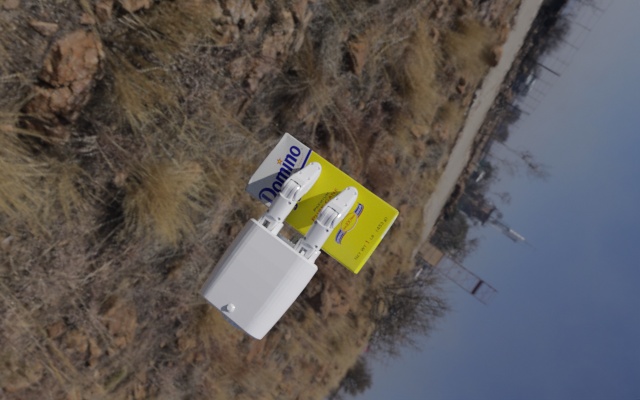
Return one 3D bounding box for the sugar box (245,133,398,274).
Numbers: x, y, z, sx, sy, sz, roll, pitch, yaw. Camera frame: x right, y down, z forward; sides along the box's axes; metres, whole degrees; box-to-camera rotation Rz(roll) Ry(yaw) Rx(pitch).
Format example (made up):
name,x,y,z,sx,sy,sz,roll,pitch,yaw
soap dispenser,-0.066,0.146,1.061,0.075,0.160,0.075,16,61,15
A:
name,x,y,z,sx,sy,sz,roll,pitch,yaw
sugar box,0.000,0.002,0.598,0.176,0.093,0.048,35,-3,11
